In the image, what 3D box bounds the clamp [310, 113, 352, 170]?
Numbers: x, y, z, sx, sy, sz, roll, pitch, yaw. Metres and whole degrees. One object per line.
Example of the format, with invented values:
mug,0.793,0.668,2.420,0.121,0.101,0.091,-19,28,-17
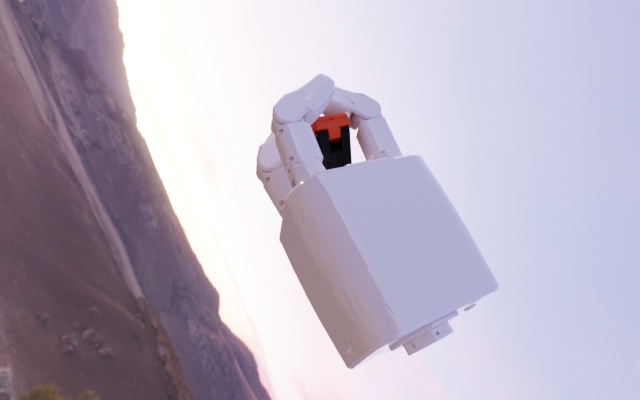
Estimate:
clamp,0.001,0.001,0.407,0.039,0.120,0.171,-20,-23,-19
